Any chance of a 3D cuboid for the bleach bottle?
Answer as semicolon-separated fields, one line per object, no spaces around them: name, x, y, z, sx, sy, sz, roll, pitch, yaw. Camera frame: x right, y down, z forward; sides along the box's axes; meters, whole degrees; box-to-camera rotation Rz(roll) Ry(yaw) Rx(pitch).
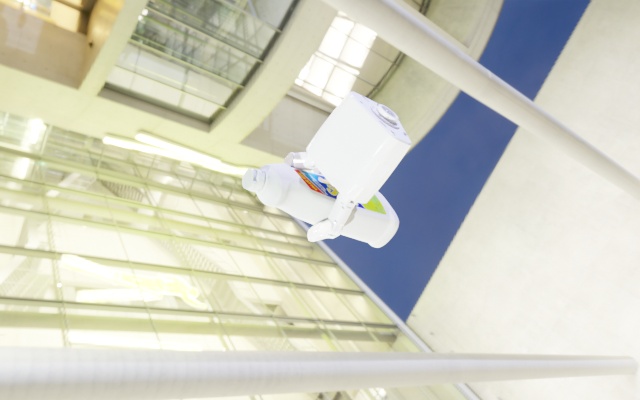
bleach bottle;0.000;0.002;0.711;0.251;0.068;0.102;15;32;-39
